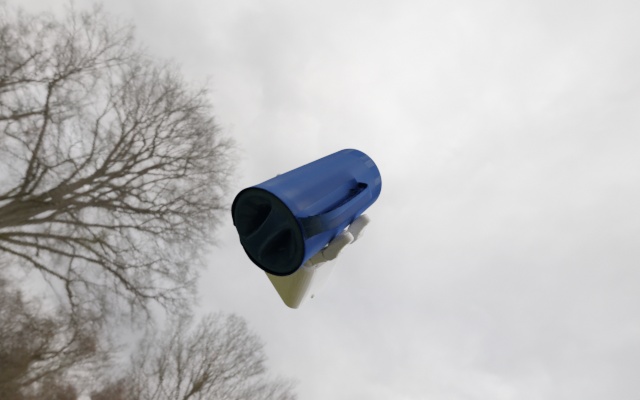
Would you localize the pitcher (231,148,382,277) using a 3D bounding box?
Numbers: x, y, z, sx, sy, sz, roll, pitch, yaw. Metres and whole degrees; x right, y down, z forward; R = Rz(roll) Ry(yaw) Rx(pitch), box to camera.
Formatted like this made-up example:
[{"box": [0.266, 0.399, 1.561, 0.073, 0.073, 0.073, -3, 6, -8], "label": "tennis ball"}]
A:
[{"box": [0.000, 0.002, 0.724, 0.149, 0.145, 0.242, 36, 40, 20], "label": "pitcher"}]
